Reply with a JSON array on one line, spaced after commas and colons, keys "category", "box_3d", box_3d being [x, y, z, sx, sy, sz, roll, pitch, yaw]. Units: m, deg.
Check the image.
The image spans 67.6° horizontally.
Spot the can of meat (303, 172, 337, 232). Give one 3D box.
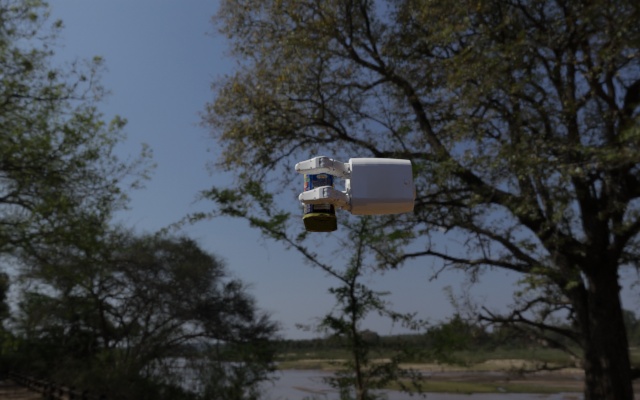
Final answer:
[{"category": "can of meat", "box_3d": [0.000, 0.002, 0.839, 0.057, 0.084, 0.102, -1, -18, 3]}]
